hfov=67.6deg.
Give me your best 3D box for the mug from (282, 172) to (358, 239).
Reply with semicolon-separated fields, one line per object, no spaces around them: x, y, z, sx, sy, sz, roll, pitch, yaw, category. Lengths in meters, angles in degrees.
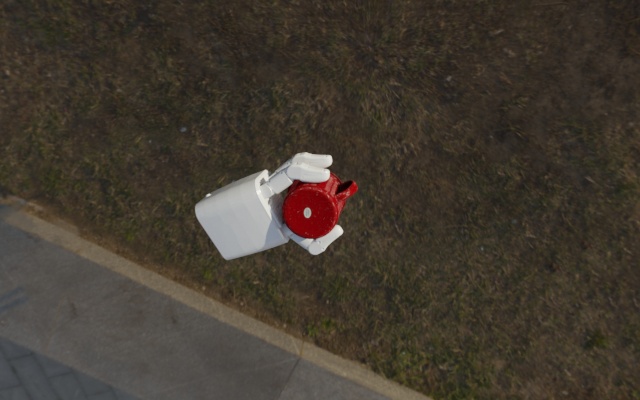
0.001;0.002;0.704;0.117;0.093;0.081;-21;15;13;mug
